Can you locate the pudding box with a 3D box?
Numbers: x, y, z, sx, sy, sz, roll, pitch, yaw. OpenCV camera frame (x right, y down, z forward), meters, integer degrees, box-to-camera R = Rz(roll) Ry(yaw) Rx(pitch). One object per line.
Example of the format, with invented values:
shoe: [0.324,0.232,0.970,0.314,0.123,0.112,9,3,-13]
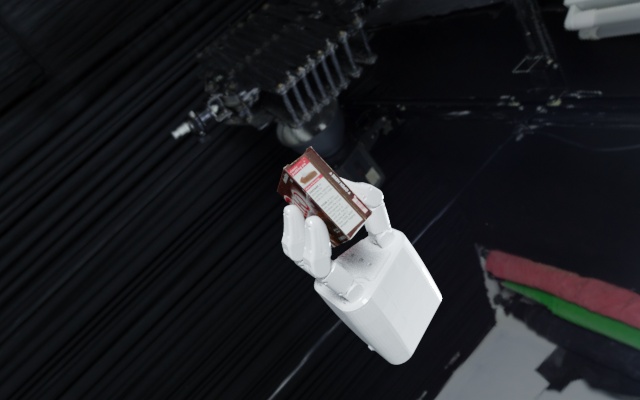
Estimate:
pudding box: [0.000,0.002,0.488,0.039,0.090,0.113,-43,-2,-15]
